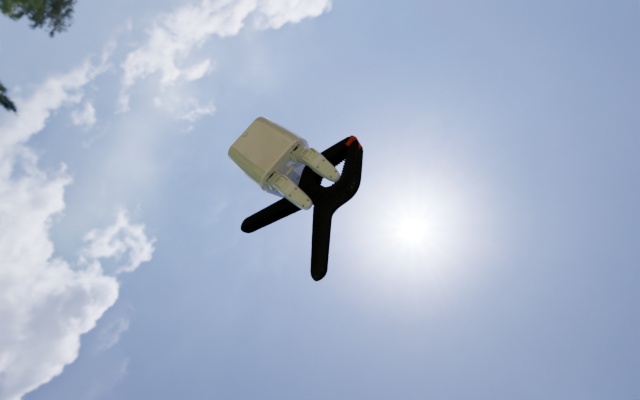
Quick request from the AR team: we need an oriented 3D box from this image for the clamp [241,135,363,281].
[{"bbox_3d":[0.001,0.002,0.673,0.164,0.210,0.036,37,-7,37],"label":"clamp"}]
